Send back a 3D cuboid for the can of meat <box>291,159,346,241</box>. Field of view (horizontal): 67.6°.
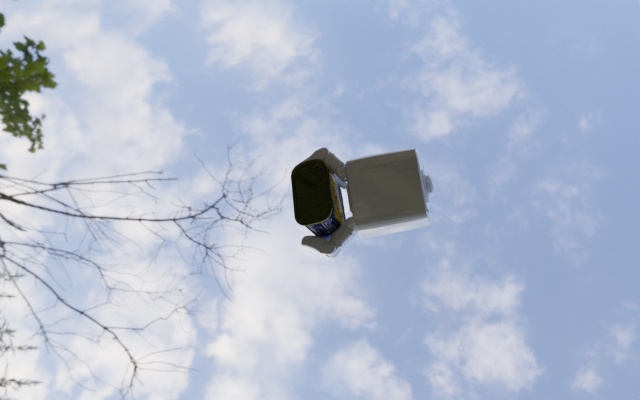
[{"bbox_3d":[0.000,0.003,0.718,0.057,0.102,0.084,-15,-27,16],"label":"can of meat"}]
